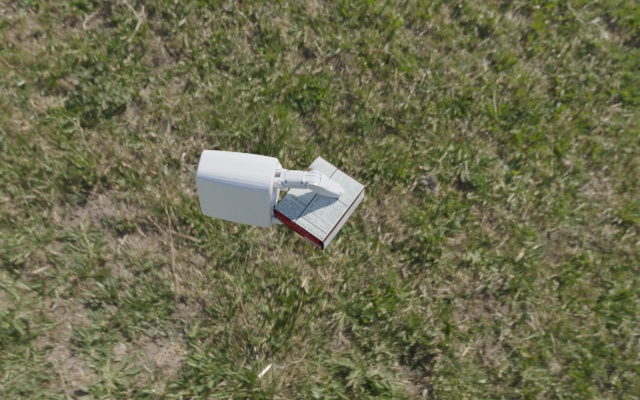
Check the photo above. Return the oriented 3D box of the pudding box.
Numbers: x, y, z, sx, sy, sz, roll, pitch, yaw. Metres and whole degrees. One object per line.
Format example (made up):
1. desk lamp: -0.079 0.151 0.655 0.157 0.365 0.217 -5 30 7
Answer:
1. pudding box: 0.000 0.002 0.694 0.090 0.113 0.039 34 -18 13
